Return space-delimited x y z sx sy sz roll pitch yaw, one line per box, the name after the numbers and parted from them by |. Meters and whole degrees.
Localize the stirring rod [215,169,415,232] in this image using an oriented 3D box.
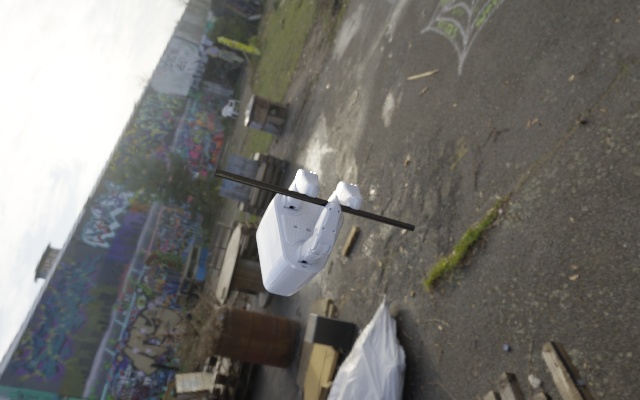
0.000 0.002 0.539 0.239 0.011 0.011 16 -5 -16 | stirring rod
